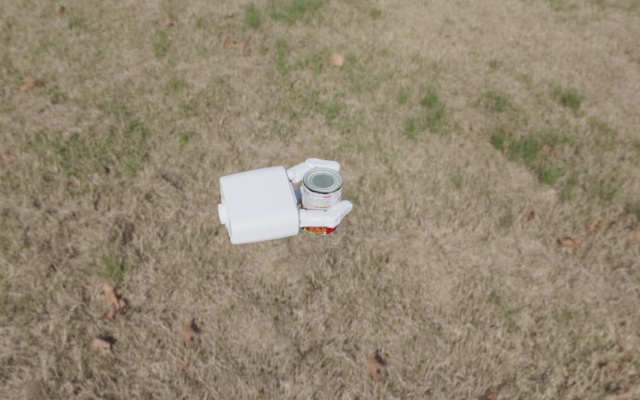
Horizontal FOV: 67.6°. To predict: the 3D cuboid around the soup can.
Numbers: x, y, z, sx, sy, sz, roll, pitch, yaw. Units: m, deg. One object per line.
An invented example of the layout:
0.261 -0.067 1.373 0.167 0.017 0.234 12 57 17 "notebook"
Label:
0.001 0.002 0.809 0.068 0.102 0.068 3 42 -3 "soup can"
